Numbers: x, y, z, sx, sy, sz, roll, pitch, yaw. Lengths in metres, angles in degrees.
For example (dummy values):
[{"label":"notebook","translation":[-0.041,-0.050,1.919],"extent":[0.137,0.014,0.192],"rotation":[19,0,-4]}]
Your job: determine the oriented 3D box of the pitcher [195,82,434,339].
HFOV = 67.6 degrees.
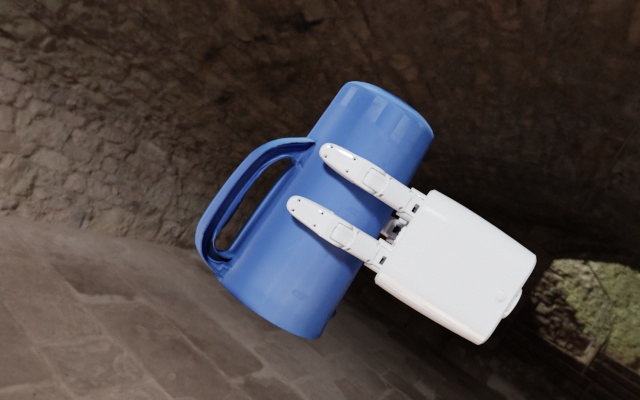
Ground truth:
[{"label":"pitcher","translation":[0.000,0.002,0.483],"extent":[0.145,0.243,0.149],"rotation":[33,1,14]}]
